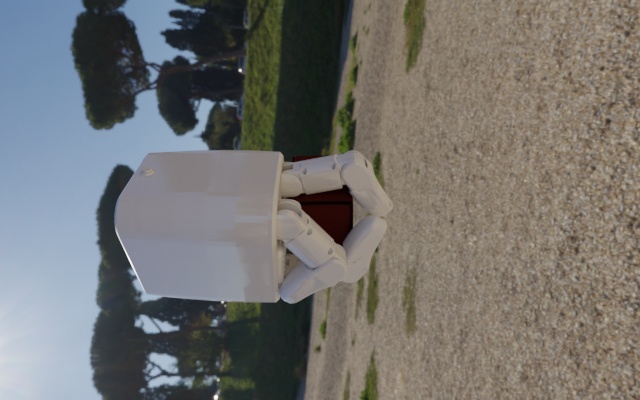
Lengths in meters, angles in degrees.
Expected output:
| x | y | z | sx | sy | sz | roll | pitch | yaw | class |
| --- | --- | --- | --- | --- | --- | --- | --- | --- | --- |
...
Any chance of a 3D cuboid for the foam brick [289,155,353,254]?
| x | y | z | sx | sy | sz | roll | pitch | yaw | class |
| --- | --- | --- | --- | --- | --- | --- | --- | --- | --- |
| 0.000 | 0.001 | 0.410 | 0.051 | 0.053 | 0.078 | -2 | 33 | 1 | foam brick |
